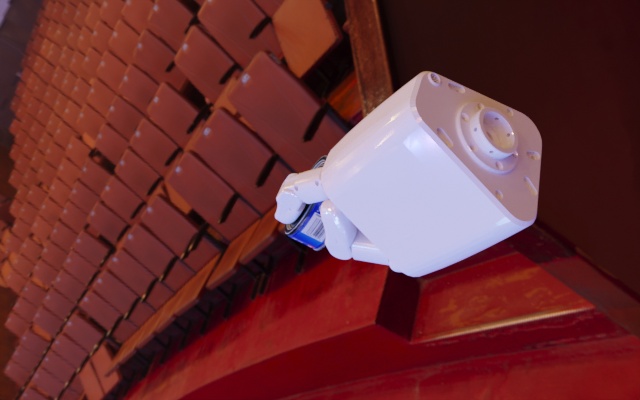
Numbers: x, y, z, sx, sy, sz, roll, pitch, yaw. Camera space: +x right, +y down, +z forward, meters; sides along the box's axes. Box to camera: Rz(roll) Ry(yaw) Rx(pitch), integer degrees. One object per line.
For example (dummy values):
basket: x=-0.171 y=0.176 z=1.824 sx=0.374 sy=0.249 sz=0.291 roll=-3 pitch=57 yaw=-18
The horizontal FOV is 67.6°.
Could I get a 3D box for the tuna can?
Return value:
tuna can: x=0.000 y=0.001 z=0.448 sx=0.034 sy=0.086 sz=0.086 roll=27 pitch=-7 yaw=-14
